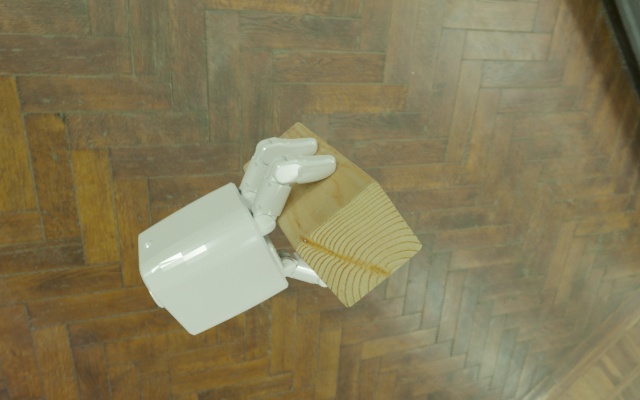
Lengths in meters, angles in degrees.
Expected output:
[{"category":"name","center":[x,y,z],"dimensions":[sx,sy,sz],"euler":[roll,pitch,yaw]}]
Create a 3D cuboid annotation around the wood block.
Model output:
[{"category":"wood block","center":[0.000,0.002,0.494],"dimensions":[0.090,0.091,0.206],"euler":[-39,31,-2]}]
